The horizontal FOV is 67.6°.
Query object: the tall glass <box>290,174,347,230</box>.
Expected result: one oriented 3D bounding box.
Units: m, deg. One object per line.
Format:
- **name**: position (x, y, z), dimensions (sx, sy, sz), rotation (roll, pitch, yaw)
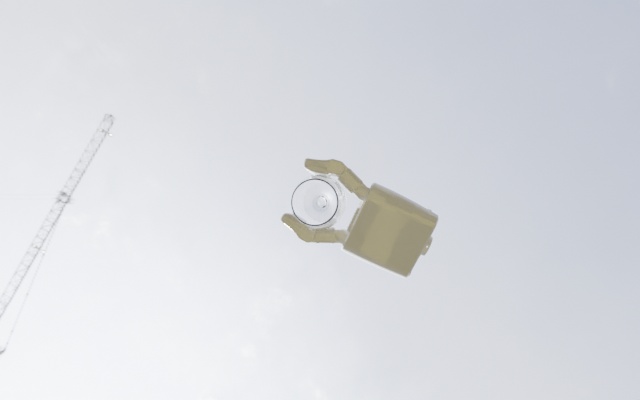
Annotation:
- **tall glass**: position (0.000, 0.002, 0.712), dimensions (0.079, 0.079, 0.201), rotation (0, 0, 5)
